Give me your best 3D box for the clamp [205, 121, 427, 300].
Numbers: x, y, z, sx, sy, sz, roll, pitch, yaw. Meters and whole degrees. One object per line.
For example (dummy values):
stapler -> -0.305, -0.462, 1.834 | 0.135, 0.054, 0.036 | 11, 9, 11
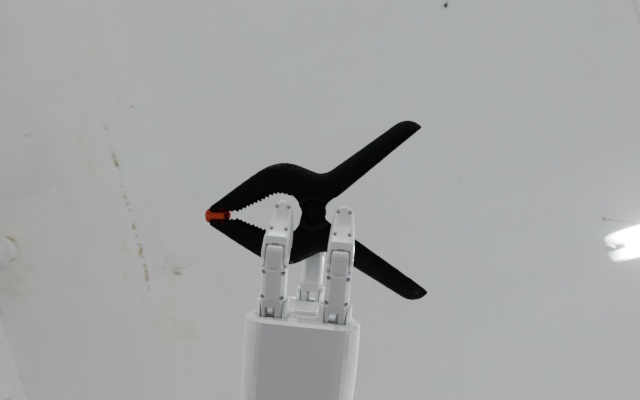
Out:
clamp -> 0.000, 0.002, 0.448 | 0.210, 0.164, 0.036 | 5, -2, 4
